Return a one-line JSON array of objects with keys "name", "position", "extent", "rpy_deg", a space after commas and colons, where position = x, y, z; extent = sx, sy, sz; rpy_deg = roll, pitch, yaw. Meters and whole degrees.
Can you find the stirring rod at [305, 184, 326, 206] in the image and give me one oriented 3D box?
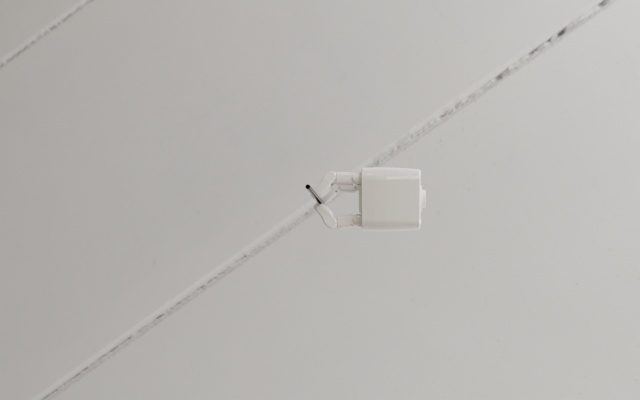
[{"name": "stirring rod", "position": [0.000, 0.003, 0.890], "extent": [0.011, 0.011, 0.239], "rpy_deg": [0, -12, 10]}]
